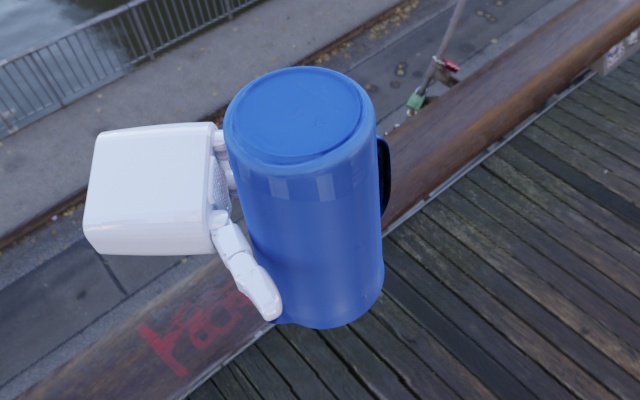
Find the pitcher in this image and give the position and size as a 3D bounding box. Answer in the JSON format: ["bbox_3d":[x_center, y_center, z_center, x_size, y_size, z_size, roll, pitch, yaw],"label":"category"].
[{"bbox_3d":[0.000,0.001,0.429,0.145,0.149,0.243,-3,-36,3],"label":"pitcher"}]
